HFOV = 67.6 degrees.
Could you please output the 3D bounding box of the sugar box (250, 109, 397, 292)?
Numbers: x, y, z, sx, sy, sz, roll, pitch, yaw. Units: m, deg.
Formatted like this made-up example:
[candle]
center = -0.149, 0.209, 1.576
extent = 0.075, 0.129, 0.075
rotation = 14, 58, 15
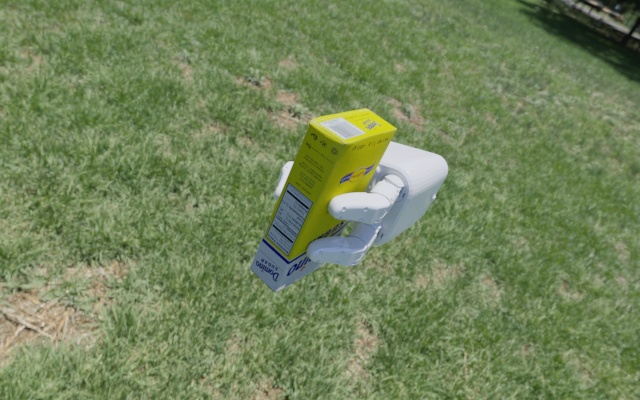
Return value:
[sugar box]
center = 0.001, 0.002, 0.460
extent = 0.048, 0.176, 0.093
rotation = 37, 34, 23
